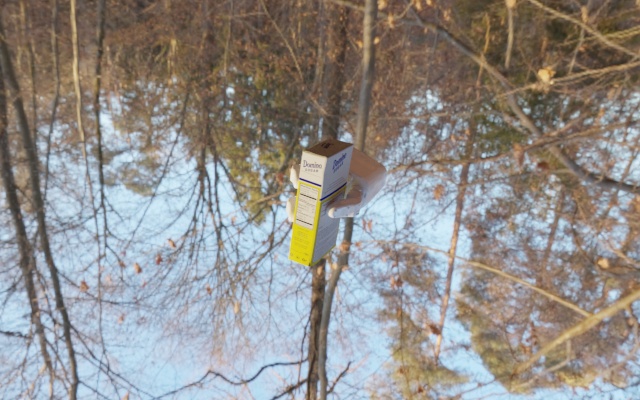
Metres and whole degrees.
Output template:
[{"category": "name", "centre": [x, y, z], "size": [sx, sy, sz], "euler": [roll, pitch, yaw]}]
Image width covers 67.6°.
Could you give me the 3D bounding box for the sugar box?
[{"category": "sugar box", "centre": [0.000, 0.002, 0.715], "size": [0.048, 0.176, 0.093], "euler": [17, 25, 23]}]
